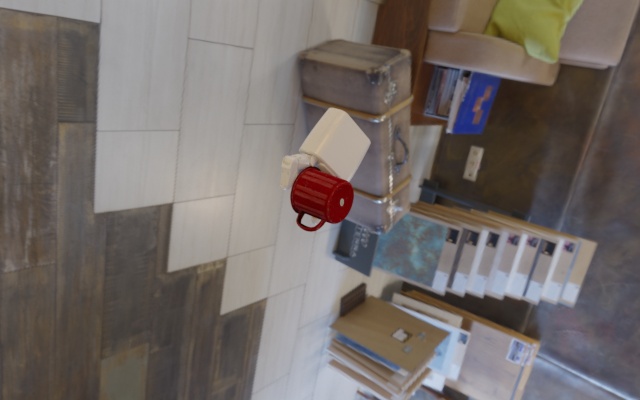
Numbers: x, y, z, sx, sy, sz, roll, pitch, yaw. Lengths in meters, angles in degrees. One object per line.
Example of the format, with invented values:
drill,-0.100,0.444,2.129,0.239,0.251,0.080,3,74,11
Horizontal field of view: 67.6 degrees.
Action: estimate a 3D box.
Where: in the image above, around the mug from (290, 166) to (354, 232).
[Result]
mug,0.000,0.004,0.856,0.081,0.117,0.093,21,-17,35
